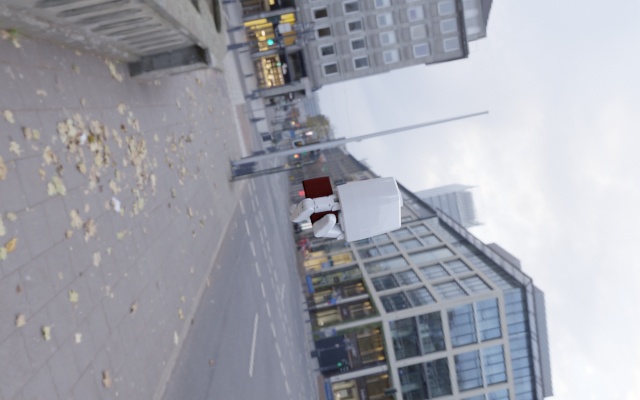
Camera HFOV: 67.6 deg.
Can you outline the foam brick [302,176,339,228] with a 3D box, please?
[{"bbox_3d":[0.000,0.003,0.883,0.051,0.078,0.053,-13,-26,-1],"label":"foam brick"}]
